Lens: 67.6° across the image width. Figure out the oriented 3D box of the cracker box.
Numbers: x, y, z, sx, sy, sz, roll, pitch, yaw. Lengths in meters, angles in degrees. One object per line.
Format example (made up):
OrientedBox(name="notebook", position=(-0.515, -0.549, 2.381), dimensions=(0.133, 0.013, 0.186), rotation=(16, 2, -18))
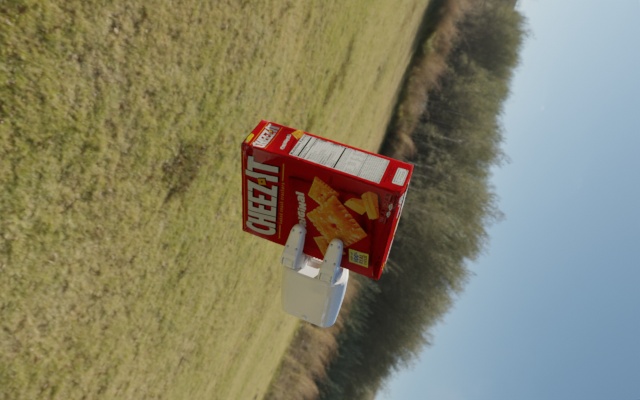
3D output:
OrientedBox(name="cracker box", position=(0.000, 0.002, 0.648), dimensions=(0.213, 0.164, 0.072), rotation=(18, 43, 12))
